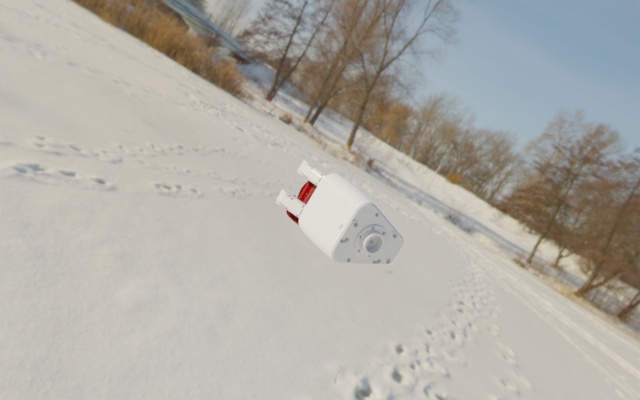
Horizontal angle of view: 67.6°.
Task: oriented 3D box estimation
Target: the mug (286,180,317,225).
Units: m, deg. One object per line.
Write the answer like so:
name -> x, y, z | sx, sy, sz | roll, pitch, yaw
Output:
mug -> 0.000, 0.002, 0.771 | 0.093, 0.081, 0.117 | 26, 10, -34
